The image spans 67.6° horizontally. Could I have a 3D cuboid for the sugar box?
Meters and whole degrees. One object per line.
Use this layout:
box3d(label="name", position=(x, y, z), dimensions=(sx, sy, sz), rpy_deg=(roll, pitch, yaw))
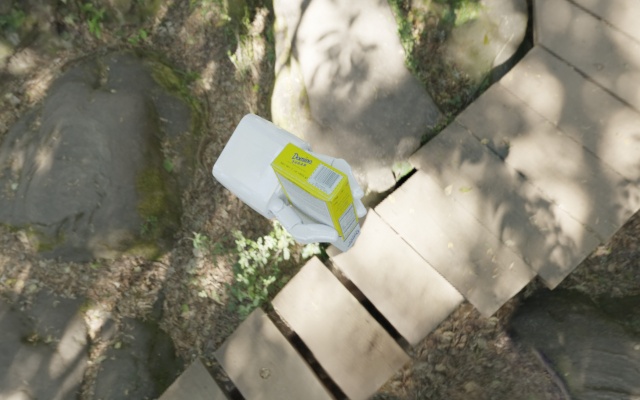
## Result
box3d(label="sugar box", position=(0.000, 0.002, 0.638), dimensions=(0.093, 0.048, 0.176), rpy_deg=(33, -14, 22))
